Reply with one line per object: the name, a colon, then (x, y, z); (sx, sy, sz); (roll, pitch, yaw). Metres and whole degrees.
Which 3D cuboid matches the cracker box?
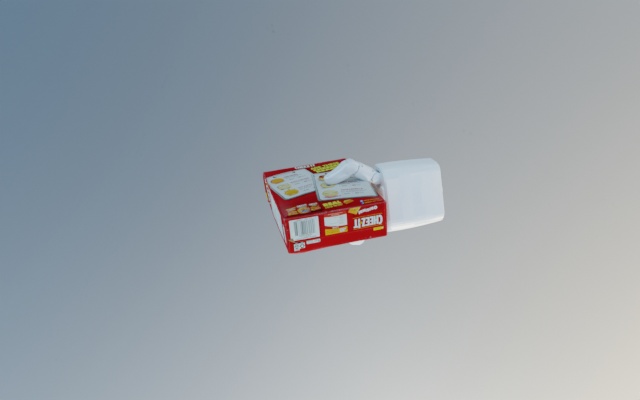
cracker box: (0.000, 0.003, 0.819); (0.164, 0.072, 0.213); (-10, 25, -11)
